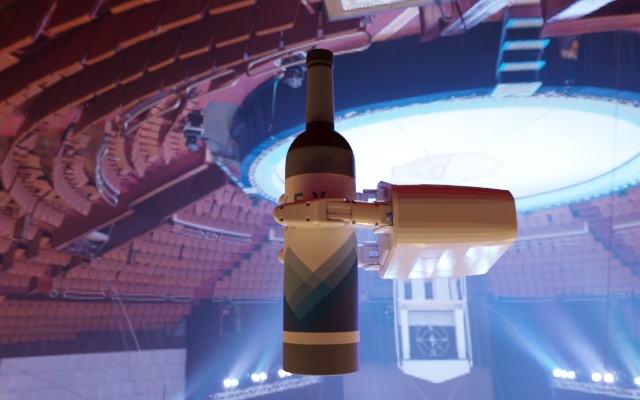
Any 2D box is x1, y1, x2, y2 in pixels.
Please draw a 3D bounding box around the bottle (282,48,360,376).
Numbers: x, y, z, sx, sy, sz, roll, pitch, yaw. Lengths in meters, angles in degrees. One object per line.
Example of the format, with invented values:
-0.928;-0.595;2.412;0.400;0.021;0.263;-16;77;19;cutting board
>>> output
0.000;0.002;0.439;0.069;0.295;0.069;0;-12;0;bottle
